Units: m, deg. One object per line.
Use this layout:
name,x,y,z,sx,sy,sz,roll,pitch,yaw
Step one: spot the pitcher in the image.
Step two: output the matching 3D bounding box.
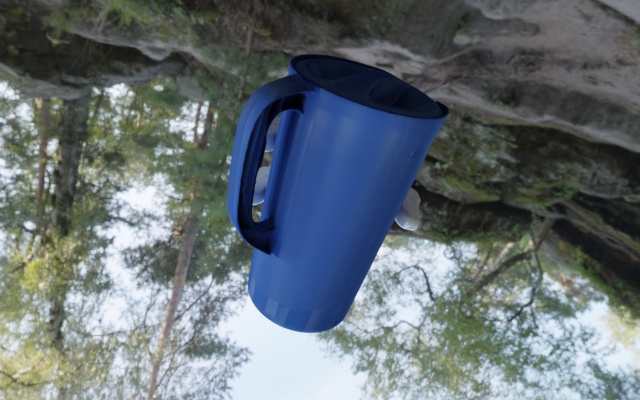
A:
pitcher,0.000,0.001,0.433,0.149,0.243,0.145,19,28,1
